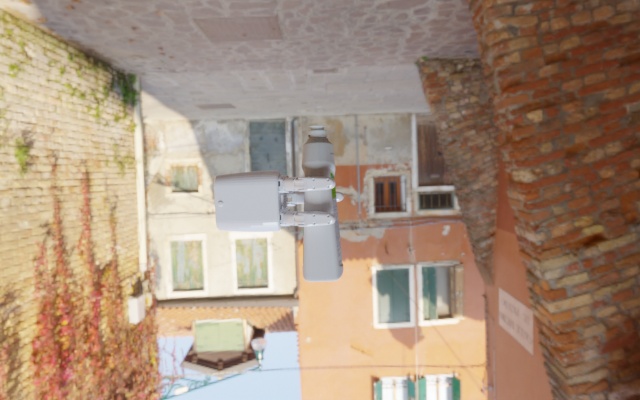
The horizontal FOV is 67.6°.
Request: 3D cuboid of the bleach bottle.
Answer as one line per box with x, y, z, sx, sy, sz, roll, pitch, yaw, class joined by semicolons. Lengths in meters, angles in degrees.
0.000;0.003;0.798;0.068;0.251;0.102;-2;3;5;bleach bottle
